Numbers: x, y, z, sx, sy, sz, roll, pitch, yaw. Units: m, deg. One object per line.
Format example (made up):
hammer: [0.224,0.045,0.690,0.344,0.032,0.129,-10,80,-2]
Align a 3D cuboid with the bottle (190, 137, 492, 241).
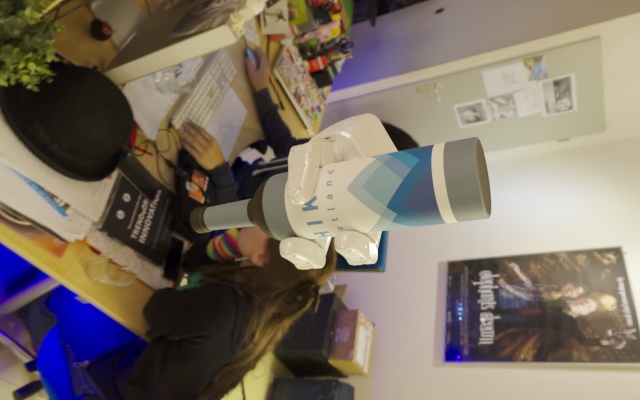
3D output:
bottle: [0.000,0.001,0.446,0.296,0.069,0.069,-9,-4,26]
